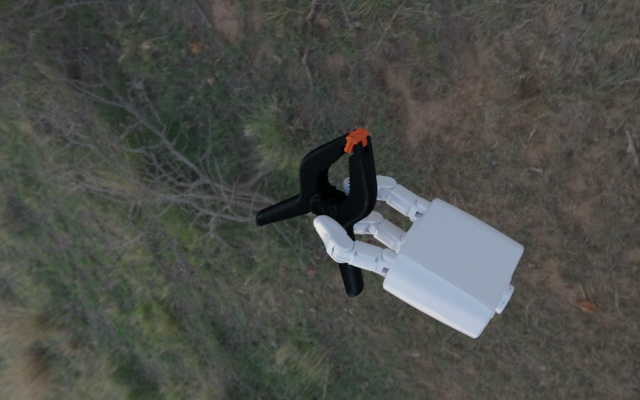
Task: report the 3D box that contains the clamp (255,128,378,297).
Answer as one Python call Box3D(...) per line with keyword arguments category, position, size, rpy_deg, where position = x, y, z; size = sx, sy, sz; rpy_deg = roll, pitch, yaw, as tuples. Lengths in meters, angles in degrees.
Box3D(category="clamp", position=(0.000, 0.002, 0.545), size=(0.164, 0.210, 0.036), rpy_deg=(30, 42, 18))
